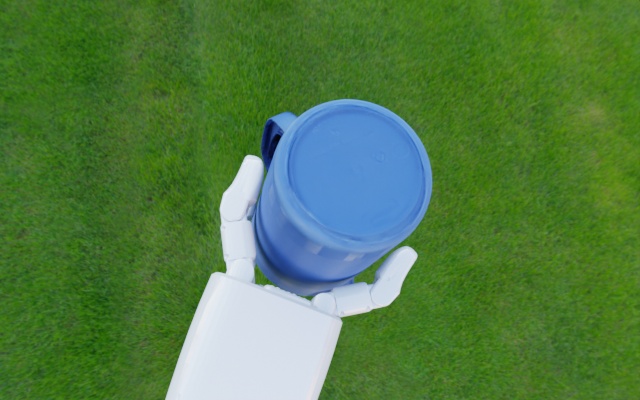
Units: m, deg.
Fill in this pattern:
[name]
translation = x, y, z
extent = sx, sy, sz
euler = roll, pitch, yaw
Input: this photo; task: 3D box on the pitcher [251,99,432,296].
[pitcher]
translation = 0.000, 0.002, 0.422
extent = 0.149, 0.145, 0.243
euler = 20, -17, -3
